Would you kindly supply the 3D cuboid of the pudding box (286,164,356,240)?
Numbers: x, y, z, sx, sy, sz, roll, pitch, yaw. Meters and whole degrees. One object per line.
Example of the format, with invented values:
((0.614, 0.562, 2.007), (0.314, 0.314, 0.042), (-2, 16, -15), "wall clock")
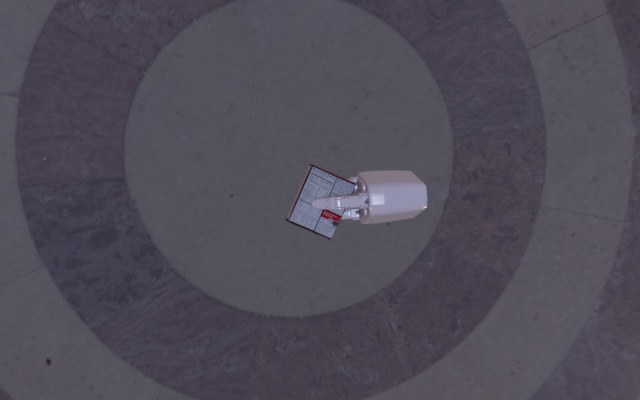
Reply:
((0.000, 0.003, 0.862), (0.090, 0.113, 0.039), (24, -1, -9), "pudding box")
